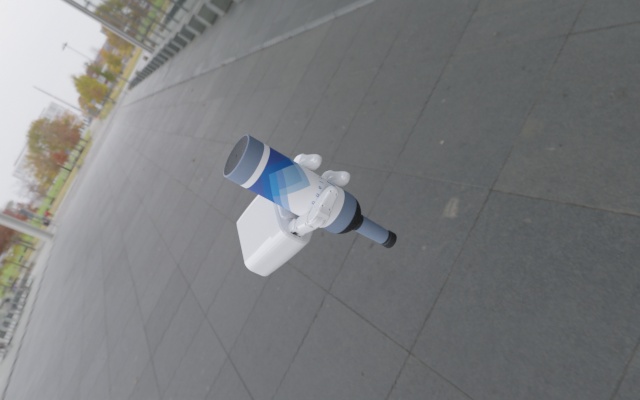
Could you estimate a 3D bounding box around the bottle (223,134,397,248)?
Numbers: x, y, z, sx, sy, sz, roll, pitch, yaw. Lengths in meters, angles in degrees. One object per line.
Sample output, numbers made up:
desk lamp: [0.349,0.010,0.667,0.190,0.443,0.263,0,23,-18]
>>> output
bottle: [0.000,0.002,0.715,0.296,0.069,0.069,29,-14,-26]
